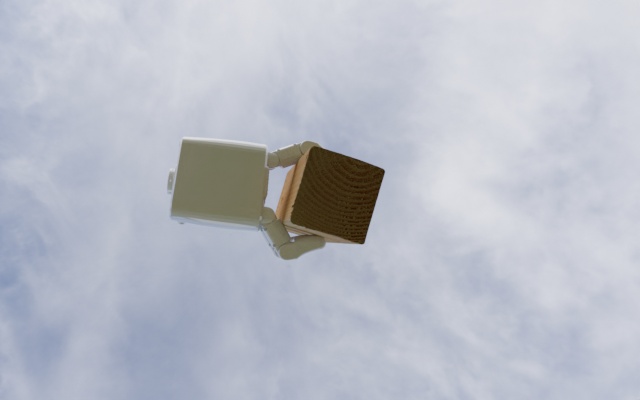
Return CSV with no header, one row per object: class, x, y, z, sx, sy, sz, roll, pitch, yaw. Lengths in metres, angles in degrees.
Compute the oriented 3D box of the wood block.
wood block,0.000,0.002,0.618,0.090,0.091,0.206,17,-7,-10
